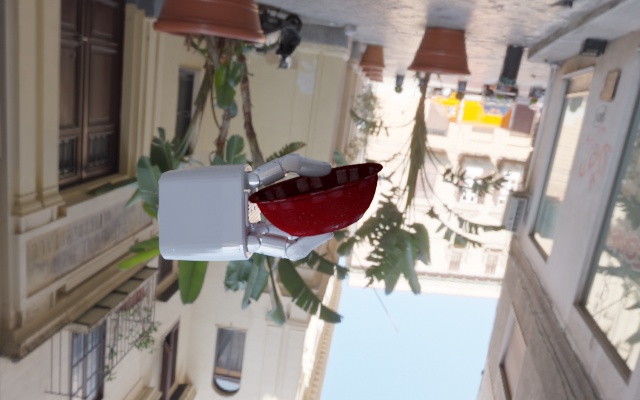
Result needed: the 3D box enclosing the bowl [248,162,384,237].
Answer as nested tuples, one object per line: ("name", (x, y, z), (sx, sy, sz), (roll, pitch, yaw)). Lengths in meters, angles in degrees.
("bowl", (0.001, 0.002, 0.559), (0.162, 0.055, 0.162), (-14, 10, 3))
